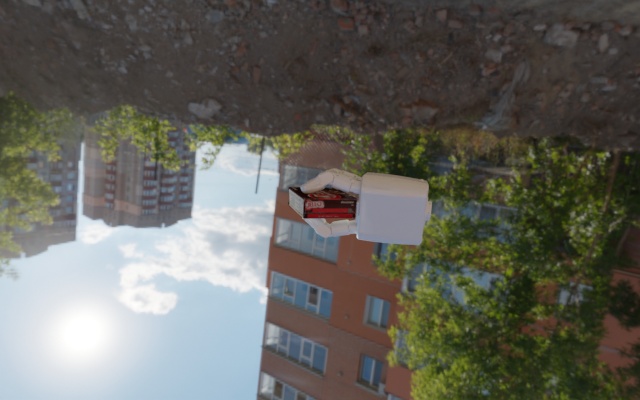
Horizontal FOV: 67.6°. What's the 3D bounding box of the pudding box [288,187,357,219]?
[{"bbox_3d":[0.000,0.003,0.807,0.090,0.039,0.113,1,8,-18],"label":"pudding box"}]
